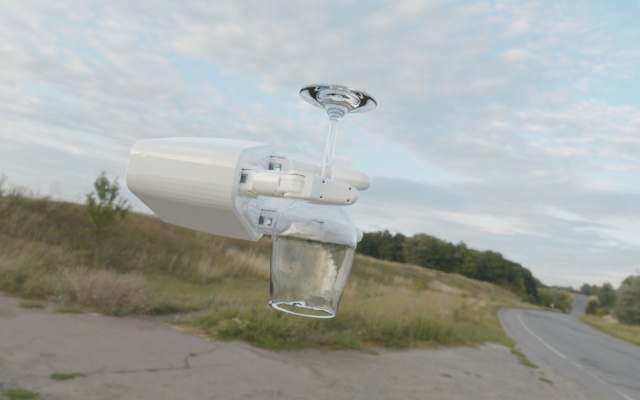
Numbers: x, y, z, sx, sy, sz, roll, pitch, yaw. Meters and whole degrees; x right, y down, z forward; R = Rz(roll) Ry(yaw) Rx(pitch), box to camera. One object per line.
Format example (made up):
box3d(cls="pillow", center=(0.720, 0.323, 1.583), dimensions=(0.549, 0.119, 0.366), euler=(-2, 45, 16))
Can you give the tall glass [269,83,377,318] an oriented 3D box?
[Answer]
box3d(cls="tall glass", center=(0.000, 0.001, 0.440), dimensions=(0.079, 0.201, 0.079), euler=(9, -6, 1))
